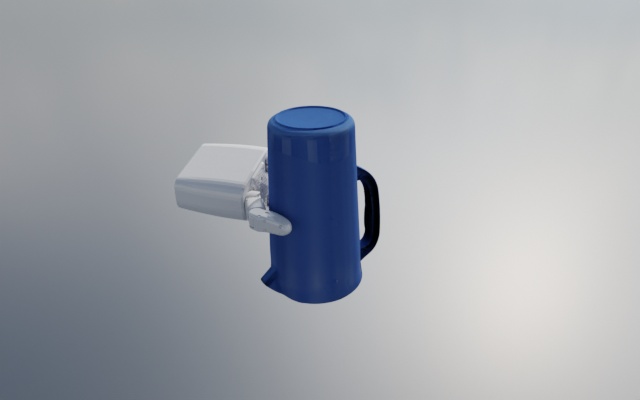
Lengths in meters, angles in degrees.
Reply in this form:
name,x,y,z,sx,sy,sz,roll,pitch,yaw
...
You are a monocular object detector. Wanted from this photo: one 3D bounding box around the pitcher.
name,x,y,z,sx,sy,sz,roll,pitch,yaw
pitcher,0.000,0.002,0.639,0.145,0.243,0.149,7,29,15
